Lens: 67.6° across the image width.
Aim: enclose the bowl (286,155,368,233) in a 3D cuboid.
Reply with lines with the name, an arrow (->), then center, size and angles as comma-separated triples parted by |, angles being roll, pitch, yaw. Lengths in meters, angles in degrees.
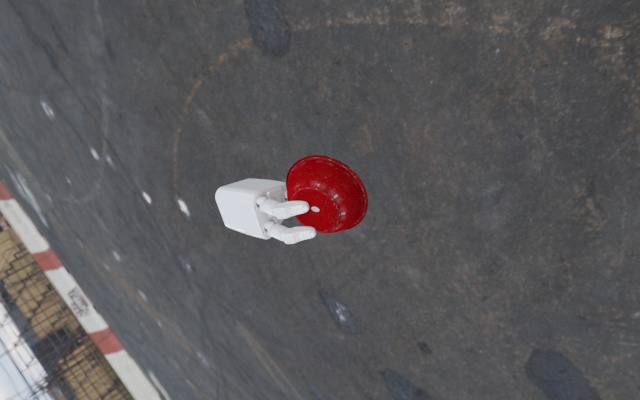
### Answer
bowl -> 0.001, 0.003, 0.845 | 0.162, 0.162, 0.055 | 0, 33, 27
